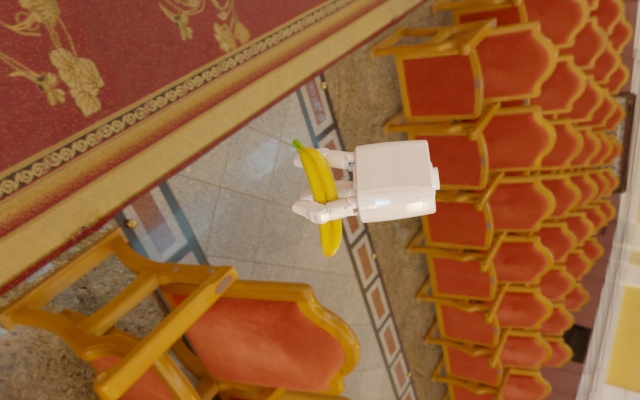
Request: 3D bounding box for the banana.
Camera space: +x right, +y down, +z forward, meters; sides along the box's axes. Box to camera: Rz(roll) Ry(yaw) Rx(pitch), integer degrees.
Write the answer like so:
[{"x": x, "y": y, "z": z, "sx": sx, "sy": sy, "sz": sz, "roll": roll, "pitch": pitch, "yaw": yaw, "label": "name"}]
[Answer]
[{"x": 0.005, "y": 0.003, "z": 0.719, "sx": 0.037, "sy": 0.198, "sz": 0.069, "roll": -18, "pitch": 18, "yaw": -14, "label": "banana"}]
